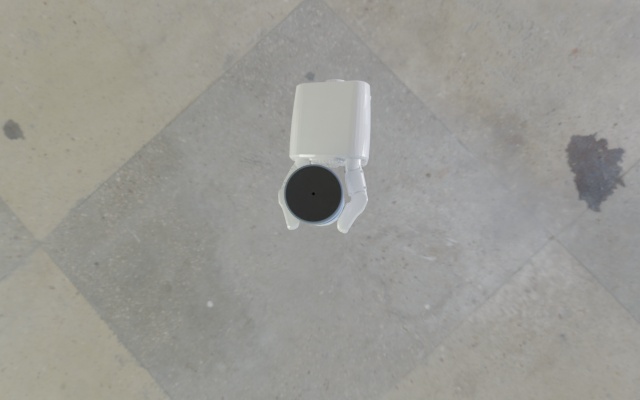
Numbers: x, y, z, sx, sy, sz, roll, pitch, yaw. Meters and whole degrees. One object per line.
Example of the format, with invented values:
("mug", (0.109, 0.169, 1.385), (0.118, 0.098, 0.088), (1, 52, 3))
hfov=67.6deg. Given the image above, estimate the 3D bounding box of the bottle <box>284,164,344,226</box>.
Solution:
("bottle", (0.000, 0.002, 0.672), (0.069, 0.069, 0.296), (0, -4, 3))
